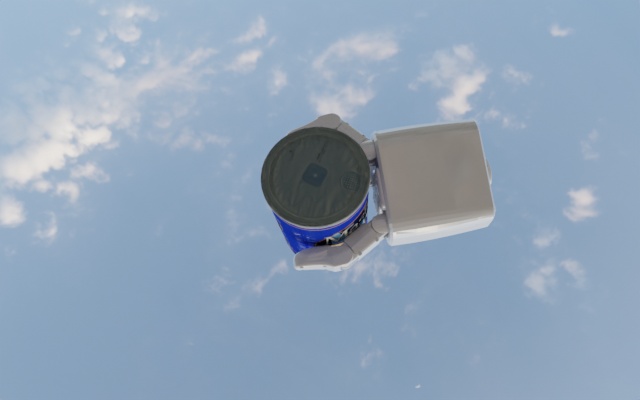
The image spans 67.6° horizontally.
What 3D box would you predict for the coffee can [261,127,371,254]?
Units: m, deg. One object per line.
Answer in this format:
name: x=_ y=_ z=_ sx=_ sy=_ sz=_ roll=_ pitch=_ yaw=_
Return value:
coffee can: x=0.000 y=0.002 z=0.506 sx=0.103 sy=0.102 sz=0.140 roll=0 pitch=-22 yaw=4
